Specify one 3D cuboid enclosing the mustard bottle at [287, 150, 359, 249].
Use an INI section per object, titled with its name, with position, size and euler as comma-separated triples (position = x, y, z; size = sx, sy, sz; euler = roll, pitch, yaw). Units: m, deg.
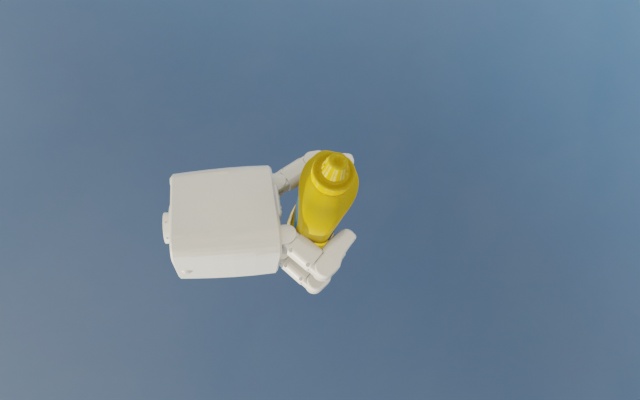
[mustard bottle]
position = 0.000, 0.002, 0.508
size = 0.058, 0.096, 0.192
euler = 19, -25, -1
